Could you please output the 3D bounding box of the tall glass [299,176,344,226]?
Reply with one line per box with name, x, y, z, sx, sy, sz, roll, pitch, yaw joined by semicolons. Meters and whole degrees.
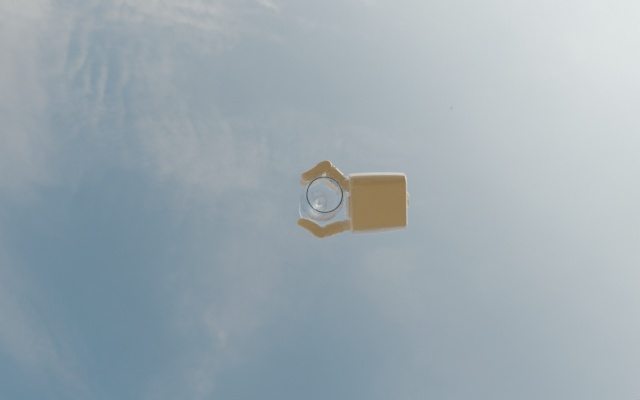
tall glass;0.000;0.003;0.893;0.079;0.079;0.201;0;-7;-4
